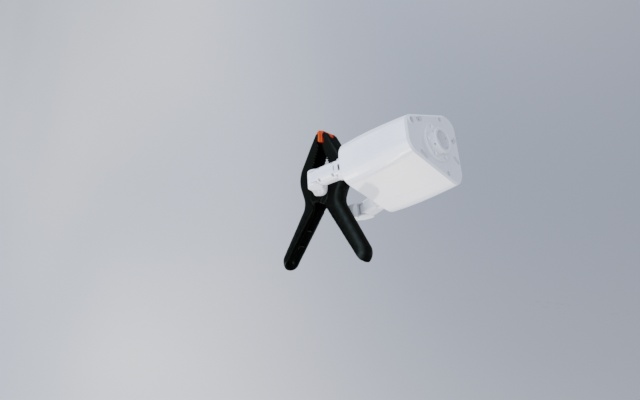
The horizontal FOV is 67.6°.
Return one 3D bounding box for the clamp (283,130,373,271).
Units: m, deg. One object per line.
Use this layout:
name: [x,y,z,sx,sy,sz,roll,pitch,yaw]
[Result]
clamp: [0.000,0.002,0.700,0.164,0.210,0.036,-22,-26,40]
